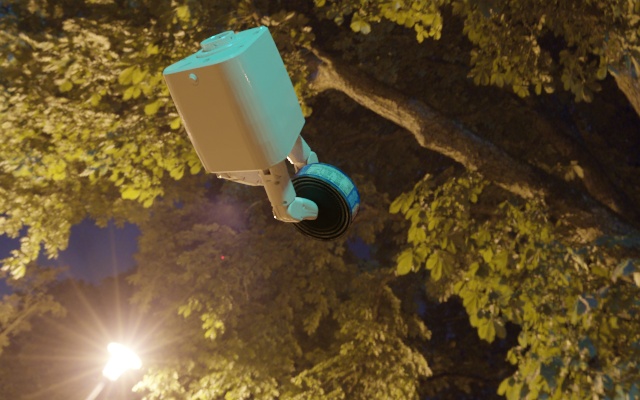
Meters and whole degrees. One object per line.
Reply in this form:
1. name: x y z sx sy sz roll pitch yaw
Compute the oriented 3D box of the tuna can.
1. tuna can: 0.000 0.001 0.532 0.086 0.086 0.033 0 32 29
